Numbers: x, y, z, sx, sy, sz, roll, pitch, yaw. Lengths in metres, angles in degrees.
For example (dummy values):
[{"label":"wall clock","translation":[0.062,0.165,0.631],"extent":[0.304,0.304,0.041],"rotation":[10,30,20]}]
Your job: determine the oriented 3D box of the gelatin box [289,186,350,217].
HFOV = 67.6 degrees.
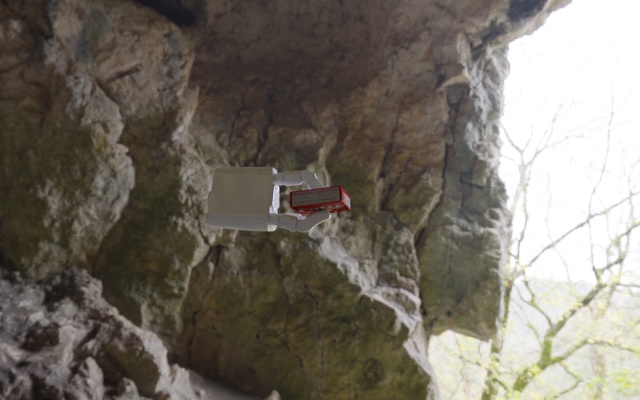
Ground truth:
[{"label":"gelatin box","translation":[0.000,0.002,0.806],"extent":[0.089,0.030,0.073],"rotation":[-8,-15,13]}]
